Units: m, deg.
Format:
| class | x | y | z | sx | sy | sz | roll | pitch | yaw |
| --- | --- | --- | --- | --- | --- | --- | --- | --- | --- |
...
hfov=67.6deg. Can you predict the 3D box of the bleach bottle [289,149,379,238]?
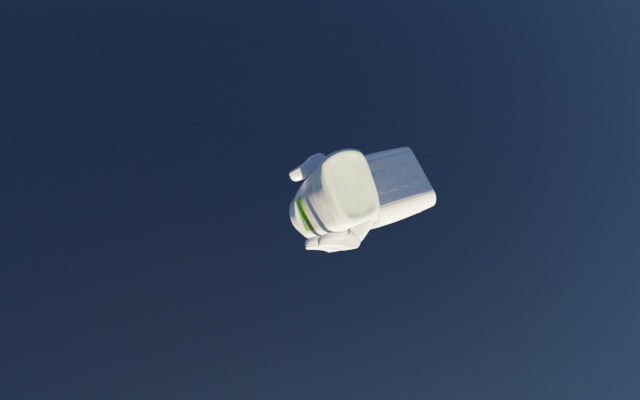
| class | x | y | z | sx | sy | sz | roll | pitch | yaw |
| --- | --- | --- | --- | --- | --- | --- | --- | --- | --- |
| bleach bottle | 0.000 | 0.002 | 0.728 | 0.068 | 0.102 | 0.251 | -18 | -3 | -22 |
